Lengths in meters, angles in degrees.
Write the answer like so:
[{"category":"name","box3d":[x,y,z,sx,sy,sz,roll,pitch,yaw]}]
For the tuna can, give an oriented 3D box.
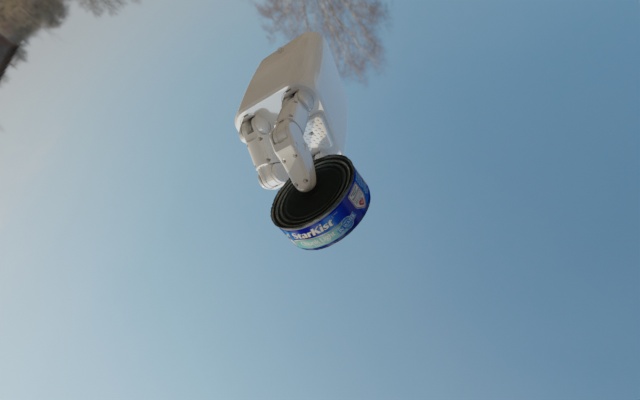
[{"category":"tuna can","box3d":[0.000,0.002,0.420,0.086,0.086,0.034,0,-41,45]}]
